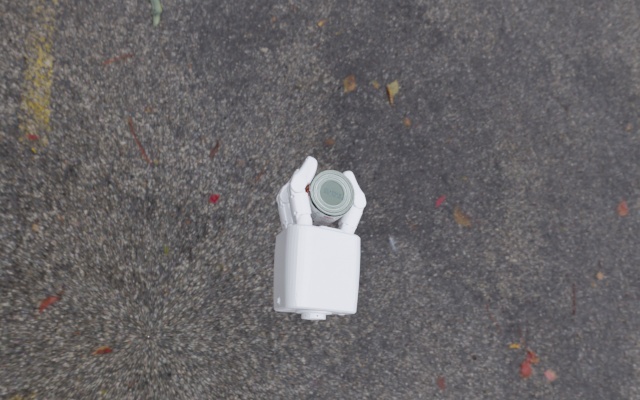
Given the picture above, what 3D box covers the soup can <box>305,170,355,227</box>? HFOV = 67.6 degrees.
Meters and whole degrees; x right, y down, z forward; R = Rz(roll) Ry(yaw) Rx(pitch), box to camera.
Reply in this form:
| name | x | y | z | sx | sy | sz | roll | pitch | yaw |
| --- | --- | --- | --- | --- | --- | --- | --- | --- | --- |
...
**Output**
| name | x | y | z | sx | sy | sz | roll | pitch | yaw |
| --- | --- | --- | --- | --- | --- | --- | --- | --- | --- |
| soup can | 0.000 | 0.002 | 0.692 | 0.068 | 0.068 | 0.102 | 0 | -15 | -20 |
